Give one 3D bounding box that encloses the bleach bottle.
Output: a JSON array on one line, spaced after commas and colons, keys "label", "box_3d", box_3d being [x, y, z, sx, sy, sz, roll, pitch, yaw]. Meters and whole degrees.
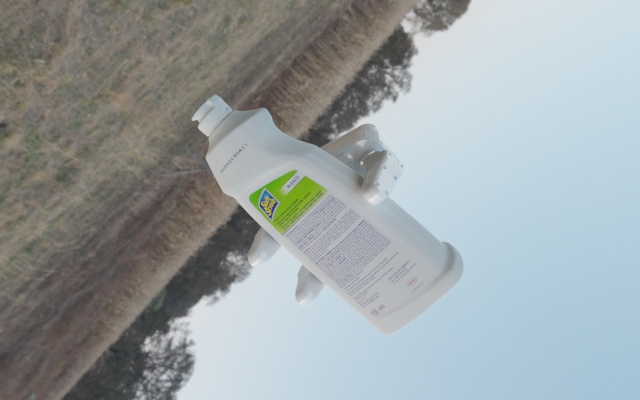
[{"label": "bleach bottle", "box_3d": [0.000, 0.001, 0.411, 0.102, 0.251, 0.068, -44, 9, 17]}]
